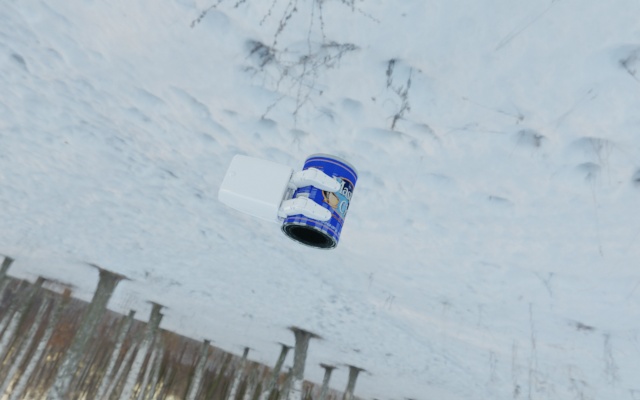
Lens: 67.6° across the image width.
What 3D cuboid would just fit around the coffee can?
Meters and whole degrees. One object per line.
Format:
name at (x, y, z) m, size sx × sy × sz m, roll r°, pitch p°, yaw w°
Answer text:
coffee can at (0.000, 0.003, 0.845) m, size 0.103 × 0.140 × 0.103 m, roll 15°, pitch -24°, yaw 7°
